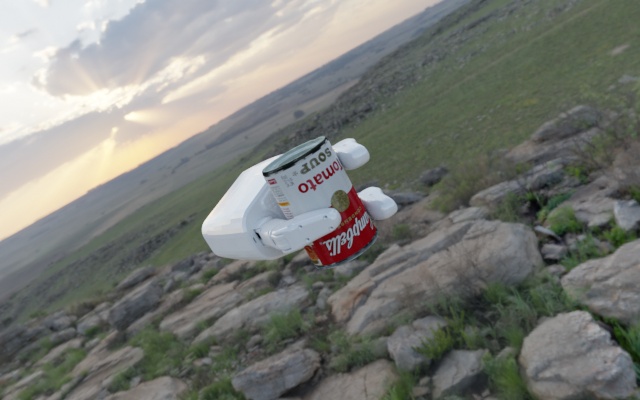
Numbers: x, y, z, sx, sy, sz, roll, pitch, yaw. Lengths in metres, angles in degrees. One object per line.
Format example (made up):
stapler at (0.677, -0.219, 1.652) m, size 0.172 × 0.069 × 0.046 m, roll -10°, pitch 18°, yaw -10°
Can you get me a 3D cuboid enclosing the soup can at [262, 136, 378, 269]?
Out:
soup can at (0.000, 0.001, 0.434) m, size 0.068 × 0.102 × 0.068 m, roll -27°, pitch 14°, yaw 8°
